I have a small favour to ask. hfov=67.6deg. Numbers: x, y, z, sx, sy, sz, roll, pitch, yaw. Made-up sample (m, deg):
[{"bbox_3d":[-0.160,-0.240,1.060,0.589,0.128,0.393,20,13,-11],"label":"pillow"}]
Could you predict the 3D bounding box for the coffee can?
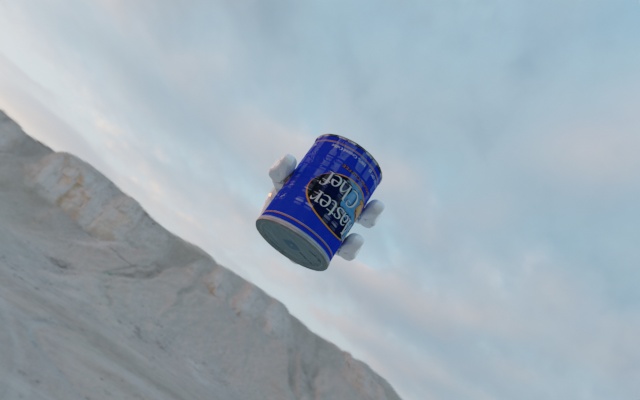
[{"bbox_3d":[0.000,0.002,0.597,0.103,0.140,0.103,28,-24,14],"label":"coffee can"}]
